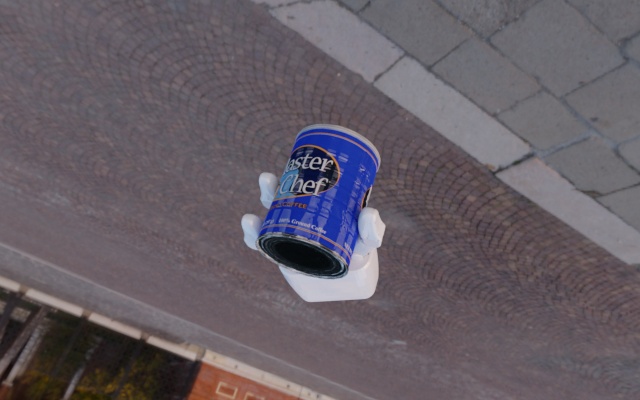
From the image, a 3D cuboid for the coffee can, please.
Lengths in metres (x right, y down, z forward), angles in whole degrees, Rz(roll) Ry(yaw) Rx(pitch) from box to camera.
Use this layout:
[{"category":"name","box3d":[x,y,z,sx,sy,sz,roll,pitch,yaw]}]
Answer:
[{"category":"coffee can","box3d":[0.000,0.002,0.528,0.103,0.140,0.103,15,-27,8]}]
